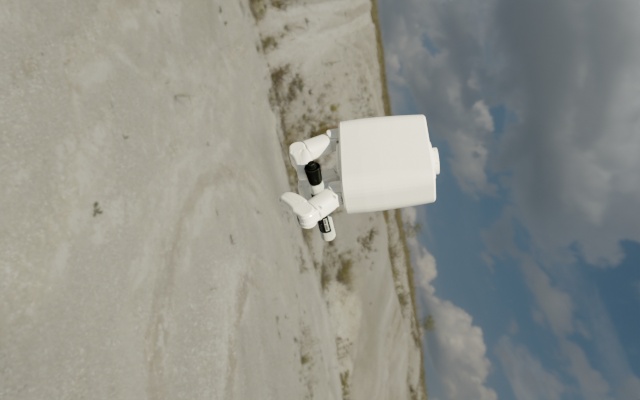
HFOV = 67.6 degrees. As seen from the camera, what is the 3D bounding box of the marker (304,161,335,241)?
[{"bbox_3d":[0.000,0.002,0.574,0.020,0.121,0.020,-7,42,7],"label":"marker"}]
